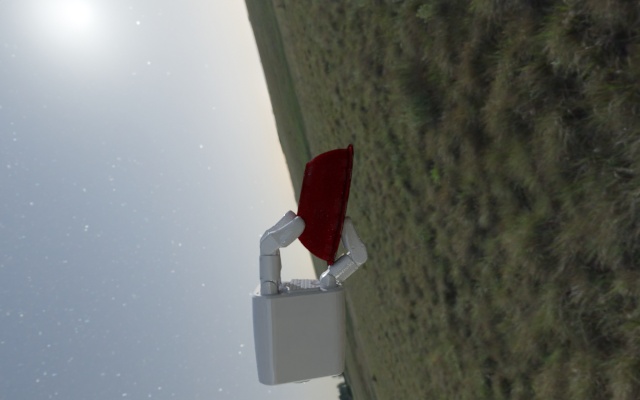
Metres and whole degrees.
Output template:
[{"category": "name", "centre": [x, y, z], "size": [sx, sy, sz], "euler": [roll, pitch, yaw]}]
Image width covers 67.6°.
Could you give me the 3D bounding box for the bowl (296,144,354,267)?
[{"category": "bowl", "centre": [0.000, 0.001, 0.613], "size": [0.055, 0.162, 0.162], "euler": [10, -1, -3]}]
